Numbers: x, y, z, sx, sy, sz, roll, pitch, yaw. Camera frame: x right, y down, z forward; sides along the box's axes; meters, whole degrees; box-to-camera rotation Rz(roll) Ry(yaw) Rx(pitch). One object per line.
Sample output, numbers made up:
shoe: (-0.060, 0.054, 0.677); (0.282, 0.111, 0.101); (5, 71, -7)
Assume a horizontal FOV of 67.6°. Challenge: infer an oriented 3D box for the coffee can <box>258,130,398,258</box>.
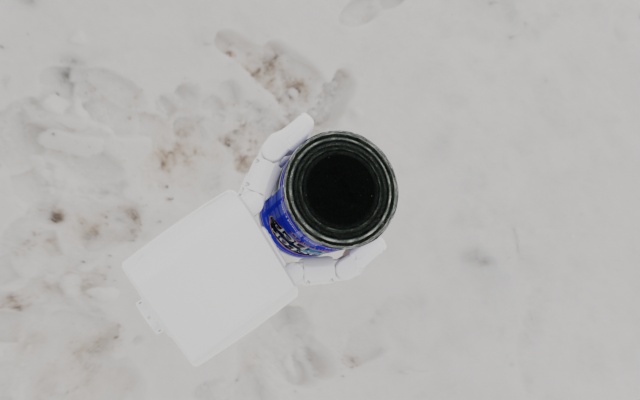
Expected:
coffee can: (0.000, 0.002, 0.466); (0.103, 0.103, 0.140); (0, -10, -16)
